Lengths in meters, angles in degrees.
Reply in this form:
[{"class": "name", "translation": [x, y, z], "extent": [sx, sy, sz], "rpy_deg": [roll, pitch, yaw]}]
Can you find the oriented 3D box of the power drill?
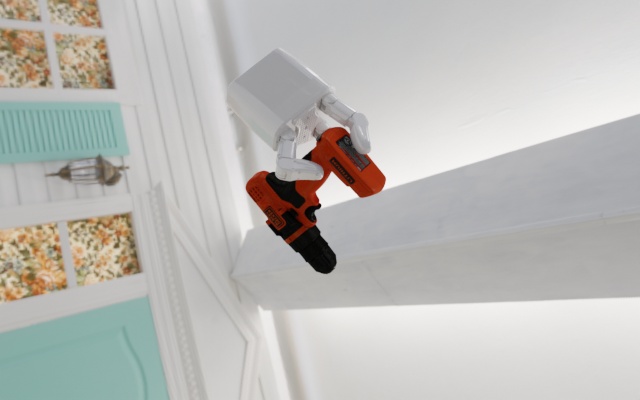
[{"class": "power drill", "translation": [0.000, 0.002, 0.668], "extent": [0.188, 0.184, 0.057], "rpy_deg": [-38, 4, 37]}]
